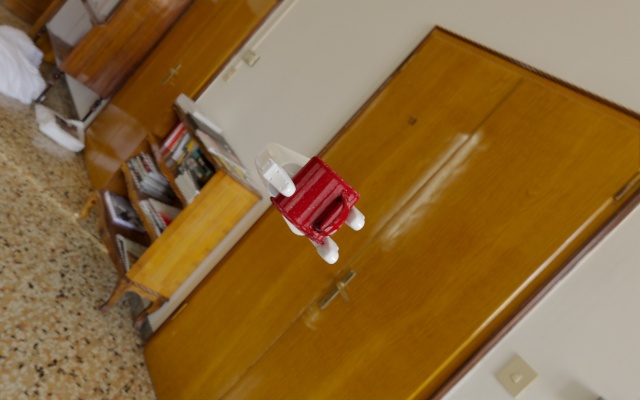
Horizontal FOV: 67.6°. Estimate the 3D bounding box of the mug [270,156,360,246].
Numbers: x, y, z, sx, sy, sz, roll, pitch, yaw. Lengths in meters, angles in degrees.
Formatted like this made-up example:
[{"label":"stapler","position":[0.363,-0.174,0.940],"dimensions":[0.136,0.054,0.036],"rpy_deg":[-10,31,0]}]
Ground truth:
[{"label":"mug","position":[0.001,0.002,0.603],"dimensions":[0.093,0.081,0.117],"rpy_deg":[40,5,-31]}]
